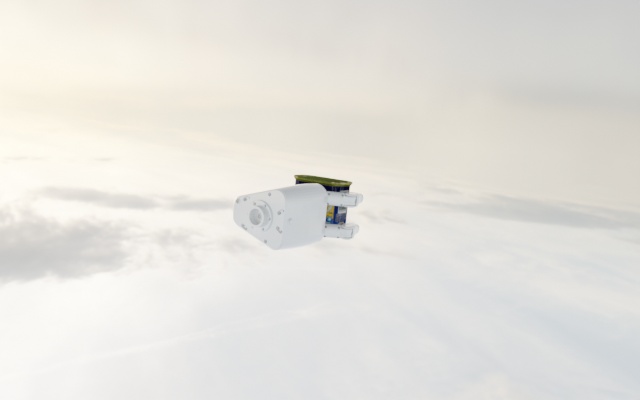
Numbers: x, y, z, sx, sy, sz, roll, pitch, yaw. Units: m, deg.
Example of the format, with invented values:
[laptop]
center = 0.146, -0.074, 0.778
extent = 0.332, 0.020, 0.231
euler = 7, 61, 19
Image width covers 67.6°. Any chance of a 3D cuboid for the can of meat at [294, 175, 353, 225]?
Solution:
[can of meat]
center = 0.000, 0.003, 0.833
extent = 0.102, 0.084, 0.057
euler = 10, 9, 29
